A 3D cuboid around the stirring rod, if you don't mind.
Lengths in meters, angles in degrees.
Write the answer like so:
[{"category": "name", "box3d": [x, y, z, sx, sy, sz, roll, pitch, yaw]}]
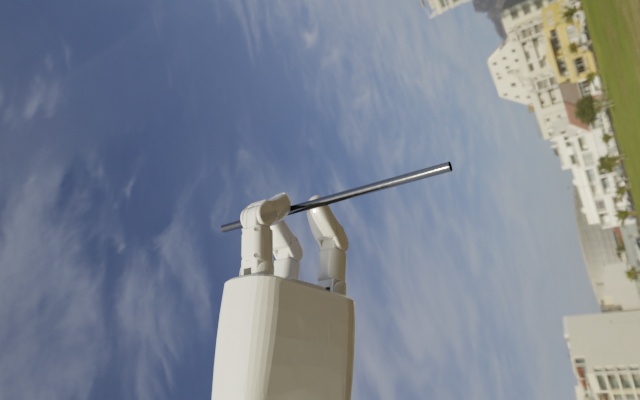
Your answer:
[{"category": "stirring rod", "box3d": [0.000, 0.001, 0.427, 0.239, 0.011, 0.011, -15, -8, 31]}]
